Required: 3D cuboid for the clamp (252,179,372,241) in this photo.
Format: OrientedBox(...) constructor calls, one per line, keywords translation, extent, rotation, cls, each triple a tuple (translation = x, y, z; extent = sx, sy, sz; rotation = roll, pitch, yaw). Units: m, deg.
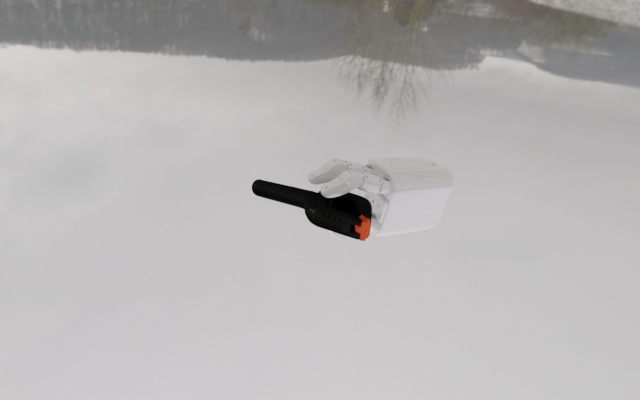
OrientedBox(translation=(0.000, 0.003, 0.684), extent=(0.164, 0.036, 0.210), rotation=(-7, 24, -20), cls="clamp")
